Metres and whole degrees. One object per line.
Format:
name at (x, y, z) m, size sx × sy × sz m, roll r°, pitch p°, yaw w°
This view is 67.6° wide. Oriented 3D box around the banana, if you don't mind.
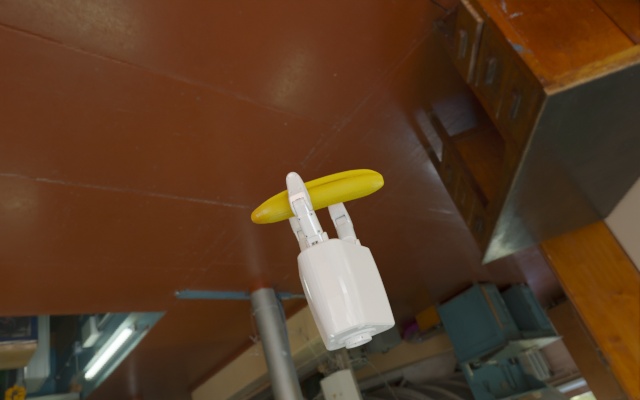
banana at (0.006, -0.006, 0.631) m, size 0.198 × 0.037 × 0.070 m, roll -14°, pitch -21°, yaw -16°
